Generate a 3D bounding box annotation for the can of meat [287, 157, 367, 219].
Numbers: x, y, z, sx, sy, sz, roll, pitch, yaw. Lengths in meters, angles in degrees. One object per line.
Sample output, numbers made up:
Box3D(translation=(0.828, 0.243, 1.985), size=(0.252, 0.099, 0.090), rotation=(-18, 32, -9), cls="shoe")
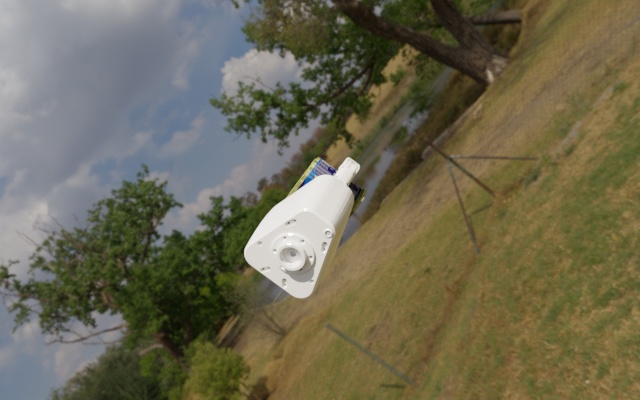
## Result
Box3D(translation=(0.000, 0.002, 0.665), size=(0.084, 0.102, 0.057), rotation=(36, 28, -3), cls="can of meat")
